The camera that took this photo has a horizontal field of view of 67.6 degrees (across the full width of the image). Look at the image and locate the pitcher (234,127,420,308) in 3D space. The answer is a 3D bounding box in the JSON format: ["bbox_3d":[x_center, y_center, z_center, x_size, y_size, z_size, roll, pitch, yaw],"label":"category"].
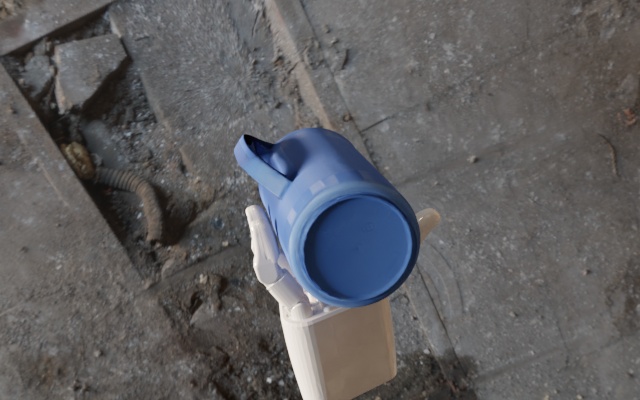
[{"bbox_3d":[0.000,0.002,0.480,0.149,0.145,0.242,-13,17,-6],"label":"pitcher"}]
